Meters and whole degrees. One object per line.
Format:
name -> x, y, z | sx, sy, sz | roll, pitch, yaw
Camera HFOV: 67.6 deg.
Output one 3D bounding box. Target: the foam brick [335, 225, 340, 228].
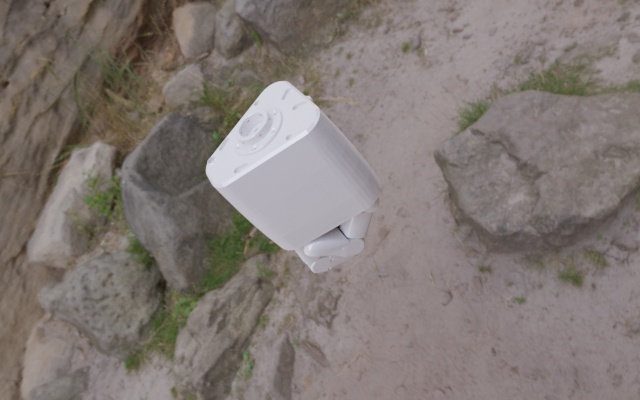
foam brick -> 0.000, 0.002, 0.501 | 0.051, 0.053, 0.078 | 45, 3, -43
